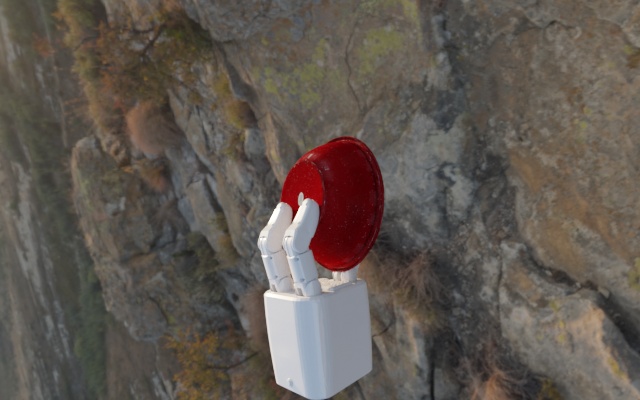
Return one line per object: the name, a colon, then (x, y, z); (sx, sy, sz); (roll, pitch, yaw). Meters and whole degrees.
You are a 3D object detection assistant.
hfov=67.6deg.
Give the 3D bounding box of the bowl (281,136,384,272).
bowl: (0.000, 0.001, 0.554); (0.055, 0.162, 0.162); (5, -3, -35)
